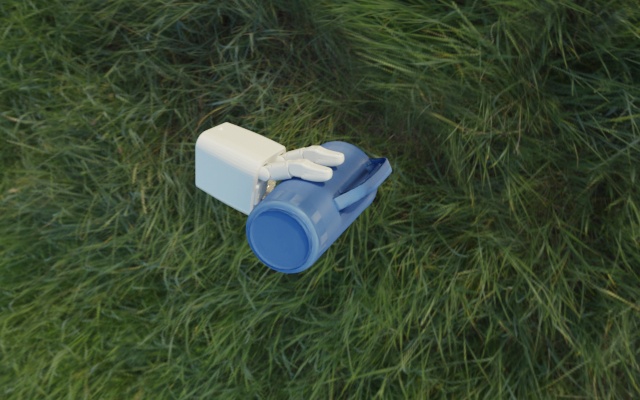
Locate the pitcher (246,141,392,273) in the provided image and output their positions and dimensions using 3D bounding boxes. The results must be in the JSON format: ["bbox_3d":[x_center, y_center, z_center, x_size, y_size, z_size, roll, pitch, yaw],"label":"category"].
[{"bbox_3d":[0.000,0.002,0.716,0.145,0.149,0.242,26,30,11],"label":"pitcher"}]
